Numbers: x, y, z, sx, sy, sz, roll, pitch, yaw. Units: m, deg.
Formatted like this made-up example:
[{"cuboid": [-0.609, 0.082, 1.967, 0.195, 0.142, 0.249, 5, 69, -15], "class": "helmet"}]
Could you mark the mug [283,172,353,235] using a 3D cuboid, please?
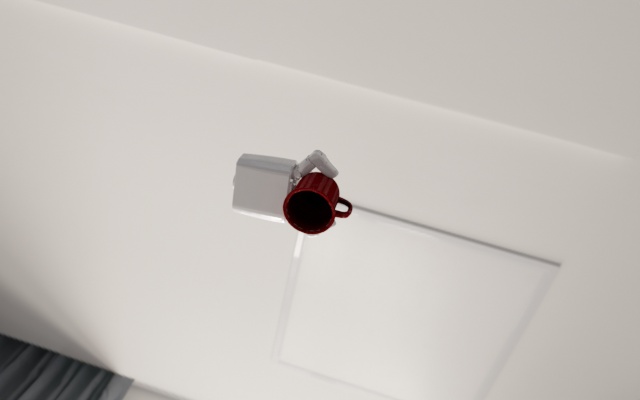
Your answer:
[{"cuboid": [0.002, 0.003, 0.847, 0.117, 0.093, 0.081, 12, 30, 8], "class": "mug"}]
